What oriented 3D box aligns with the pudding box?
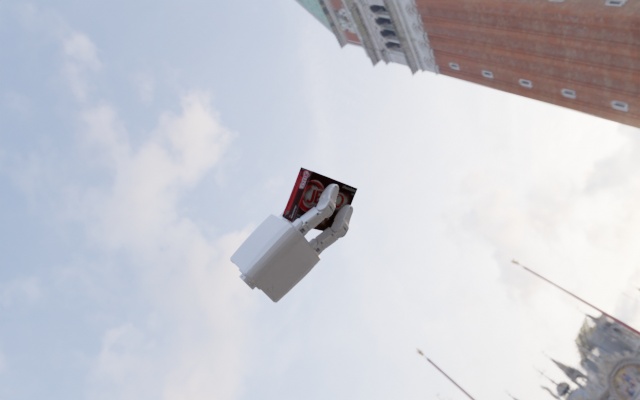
[{"bbox_3d":[0.000,0.003,0.806,0.113,0.090,0.039,17,6,-43],"label":"pudding box"}]
